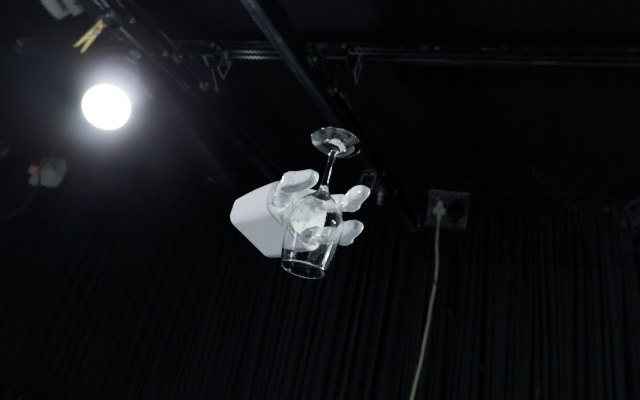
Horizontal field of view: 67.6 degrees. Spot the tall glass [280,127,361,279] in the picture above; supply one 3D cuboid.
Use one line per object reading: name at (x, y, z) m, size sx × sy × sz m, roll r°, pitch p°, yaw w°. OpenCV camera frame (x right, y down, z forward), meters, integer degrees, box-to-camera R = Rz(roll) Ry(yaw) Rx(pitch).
tall glass at (0.000, 0.001, 0.649) m, size 0.079 × 0.201 × 0.079 m, roll 11°, pitch -27°, yaw 6°
